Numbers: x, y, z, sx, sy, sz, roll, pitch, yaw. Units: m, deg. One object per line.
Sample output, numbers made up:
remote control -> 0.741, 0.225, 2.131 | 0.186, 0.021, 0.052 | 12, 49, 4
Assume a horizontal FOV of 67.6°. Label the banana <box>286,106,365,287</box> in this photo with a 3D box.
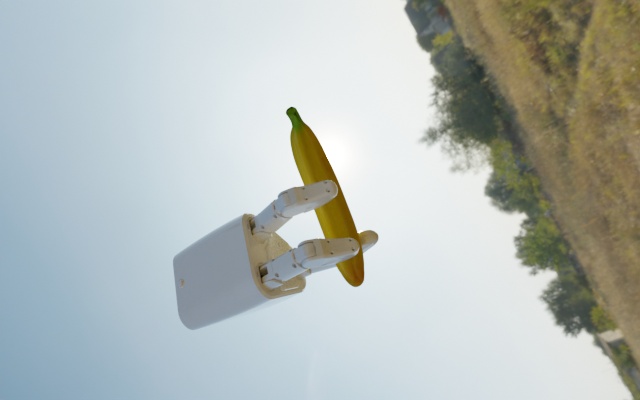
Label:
banana -> 0.004, -0.002, 0.518 | 0.037, 0.198, 0.069 | -24, -6, 16
